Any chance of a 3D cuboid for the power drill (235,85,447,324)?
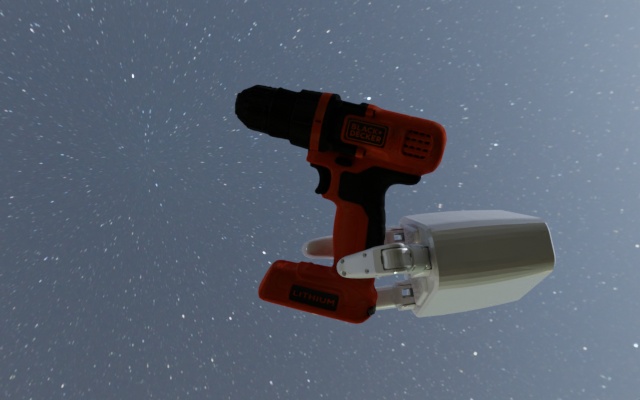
[{"bbox_3d":[0.000,0.002,0.420,0.184,0.188,0.057,14,10,7],"label":"power drill"}]
